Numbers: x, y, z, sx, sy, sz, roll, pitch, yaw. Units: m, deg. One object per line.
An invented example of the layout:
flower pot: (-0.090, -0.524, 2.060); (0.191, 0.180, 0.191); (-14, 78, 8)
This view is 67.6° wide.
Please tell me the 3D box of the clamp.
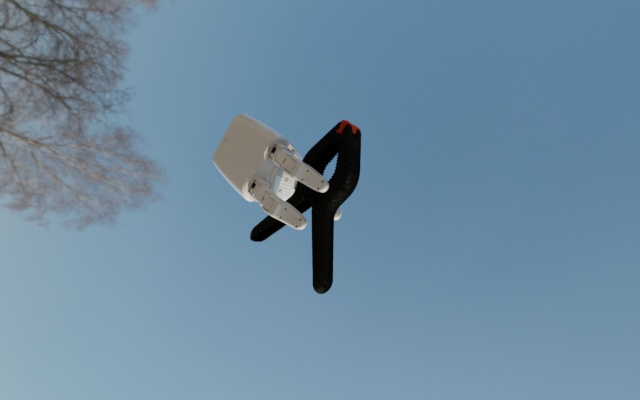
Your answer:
clamp: (0.001, 0.002, 0.607); (0.036, 0.210, 0.164); (21, 13, -46)
